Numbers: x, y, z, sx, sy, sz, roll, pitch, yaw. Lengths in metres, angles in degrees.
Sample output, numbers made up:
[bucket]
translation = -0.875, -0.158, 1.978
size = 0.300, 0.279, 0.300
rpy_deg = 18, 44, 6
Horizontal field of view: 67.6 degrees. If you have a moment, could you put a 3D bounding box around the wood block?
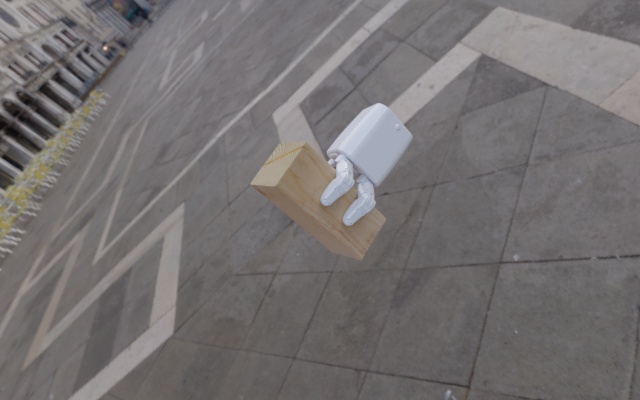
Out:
[wood block]
translation = 0.000, 0.002, 0.793
size = 0.206, 0.090, 0.091
rpy_deg = 42, -18, -28
